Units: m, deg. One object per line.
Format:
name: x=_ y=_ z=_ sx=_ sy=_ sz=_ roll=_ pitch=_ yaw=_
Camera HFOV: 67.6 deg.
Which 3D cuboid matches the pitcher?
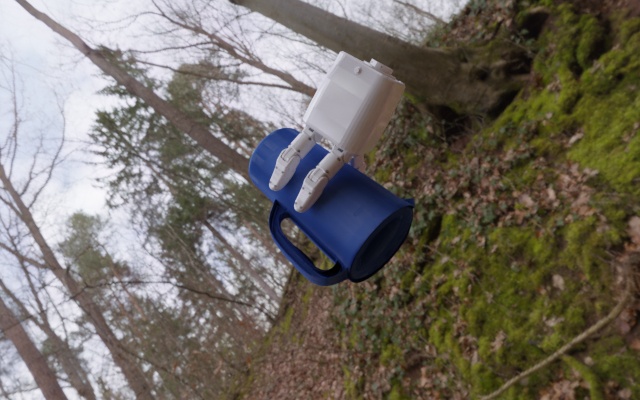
pitcher: x=0.000 y=0.002 z=0.693 sx=0.242 sy=0.145 sz=0.149 roll=39 pitch=23 yaw=27
